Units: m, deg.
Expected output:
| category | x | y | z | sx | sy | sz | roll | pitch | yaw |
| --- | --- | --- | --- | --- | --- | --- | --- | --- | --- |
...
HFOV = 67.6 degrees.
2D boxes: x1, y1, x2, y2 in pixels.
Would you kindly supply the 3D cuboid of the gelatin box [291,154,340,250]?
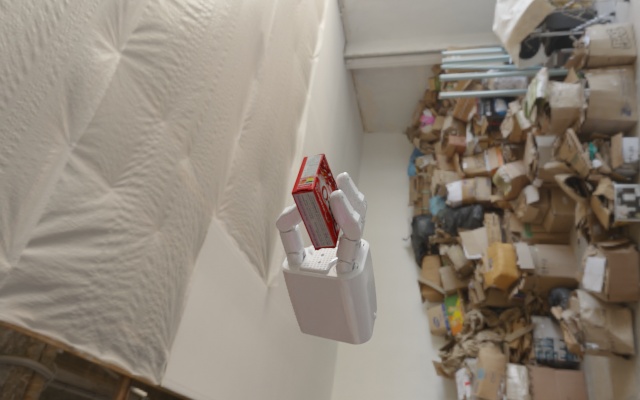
| category | x | y | z | sx | sy | sz | roll | pitch | yaw |
| --- | --- | --- | --- | --- | --- | --- | --- | --- | --- |
| gelatin box | 0.000 | 0.002 | 0.560 | 0.030 | 0.089 | 0.073 | -9 | 35 | 19 |
